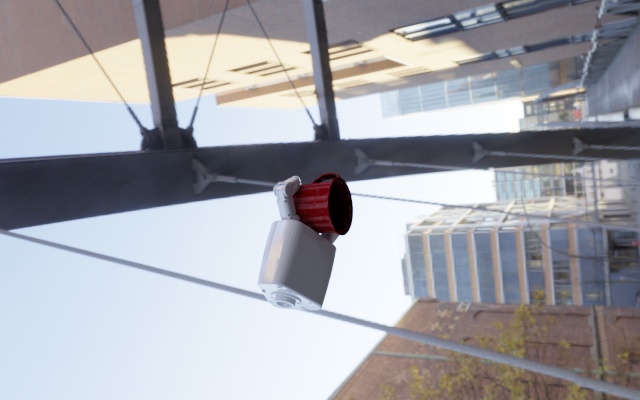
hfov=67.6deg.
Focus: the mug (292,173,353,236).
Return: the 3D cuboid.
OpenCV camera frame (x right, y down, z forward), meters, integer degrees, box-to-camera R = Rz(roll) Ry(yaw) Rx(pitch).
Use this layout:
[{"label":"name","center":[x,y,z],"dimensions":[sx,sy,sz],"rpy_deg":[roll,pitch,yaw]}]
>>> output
[{"label":"mug","center":[0.000,0.001,0.778],"dimensions":[0.081,0.117,0.093],"rpy_deg":[-5,-36,28]}]
